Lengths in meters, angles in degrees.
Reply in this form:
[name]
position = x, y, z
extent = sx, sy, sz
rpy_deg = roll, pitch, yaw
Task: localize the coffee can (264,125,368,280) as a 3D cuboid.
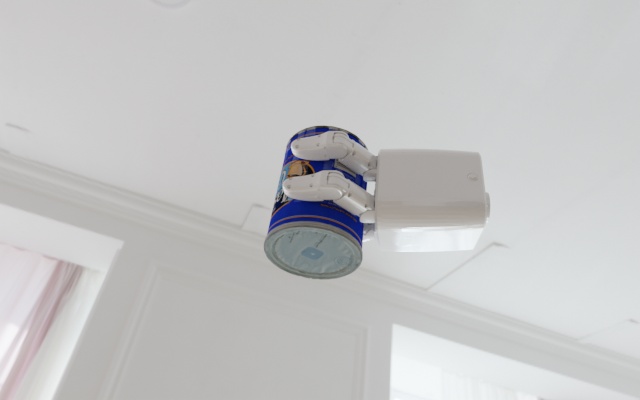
[coffee can]
position = 0.000, 0.002, 0.532
extent = 0.103, 0.140, 0.103
rpy_deg = 5, -38, 4
